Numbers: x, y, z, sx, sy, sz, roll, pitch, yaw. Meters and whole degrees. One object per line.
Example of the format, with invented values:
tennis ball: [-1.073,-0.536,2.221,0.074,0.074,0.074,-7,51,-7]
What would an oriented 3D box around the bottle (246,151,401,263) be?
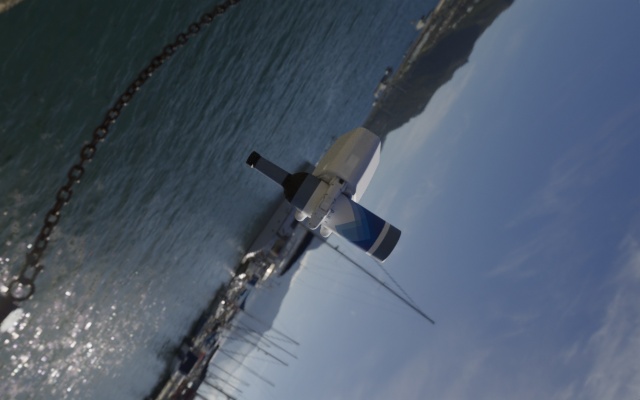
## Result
bottle: [0.000,0.003,0.840,0.296,0.069,0.069,32,0,-1]
